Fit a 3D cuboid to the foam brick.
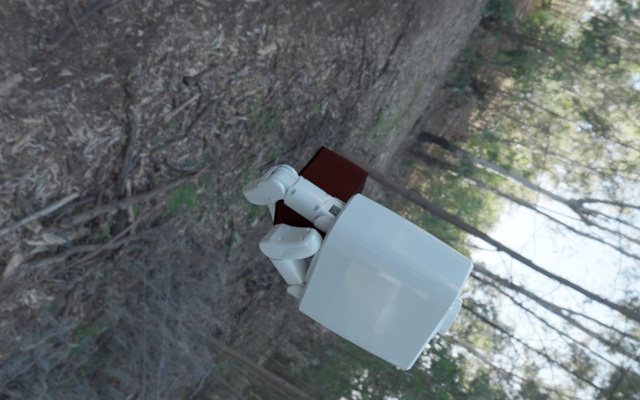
[{"bbox_3d":[0.000,0.001,0.430,0.051,0.078,0.053,29,-36,13],"label":"foam brick"}]
